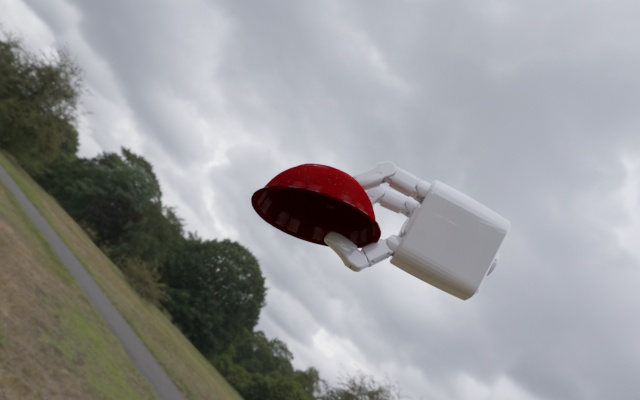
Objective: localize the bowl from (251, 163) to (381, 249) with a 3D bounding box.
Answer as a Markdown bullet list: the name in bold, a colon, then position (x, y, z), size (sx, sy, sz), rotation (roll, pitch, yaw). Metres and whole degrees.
- **bowl**: position (-0.001, 0.001, 0.582), size (0.162, 0.055, 0.162), rotation (14, -24, 6)
